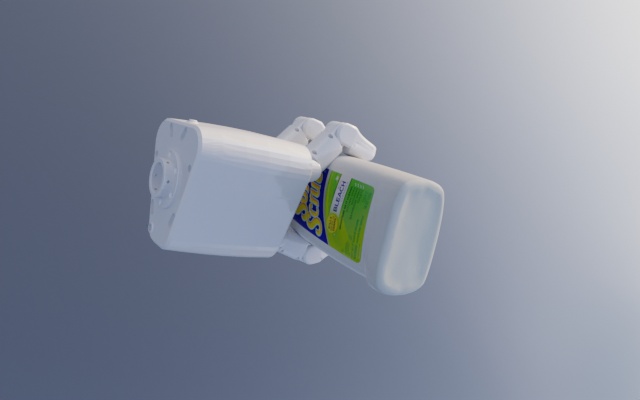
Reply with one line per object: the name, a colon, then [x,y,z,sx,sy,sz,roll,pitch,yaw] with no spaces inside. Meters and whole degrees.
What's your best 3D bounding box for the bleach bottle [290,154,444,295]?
bleach bottle: [0.000,0.001,0.479,0.068,0.102,0.250,7,8,-40]
